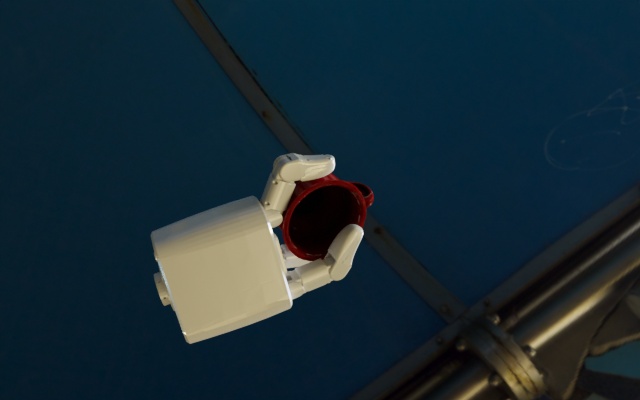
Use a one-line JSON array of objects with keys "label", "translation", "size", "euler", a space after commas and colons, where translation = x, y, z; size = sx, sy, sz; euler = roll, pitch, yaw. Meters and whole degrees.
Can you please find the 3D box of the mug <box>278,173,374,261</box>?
[{"label": "mug", "translation": [0.001, 0.001, 0.518], "size": [0.117, 0.093, 0.081], "euler": [-17, 32, -19]}]
